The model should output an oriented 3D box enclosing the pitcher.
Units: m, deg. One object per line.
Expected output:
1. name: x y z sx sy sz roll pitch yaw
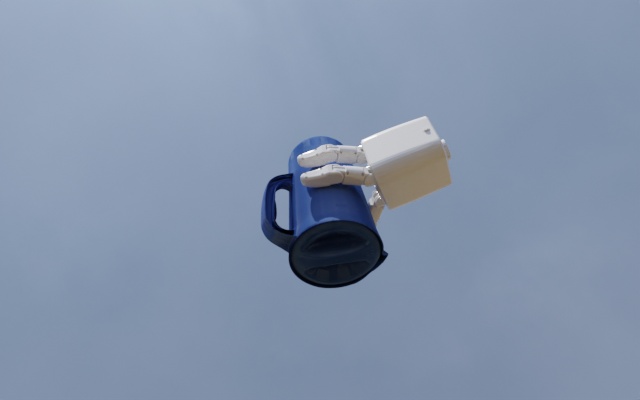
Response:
1. pitcher: 0.000 0.002 0.740 0.145 0.149 0.242 -23 39 11
